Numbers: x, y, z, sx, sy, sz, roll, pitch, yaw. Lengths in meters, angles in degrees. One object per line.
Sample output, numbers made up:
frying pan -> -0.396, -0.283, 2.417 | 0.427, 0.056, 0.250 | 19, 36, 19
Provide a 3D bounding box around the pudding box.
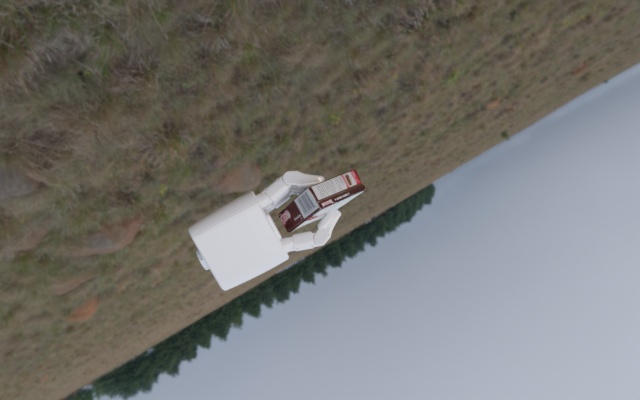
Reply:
pudding box -> 0.000, 0.002, 0.706 | 0.090, 0.039, 0.113 | -24, -6, -34
